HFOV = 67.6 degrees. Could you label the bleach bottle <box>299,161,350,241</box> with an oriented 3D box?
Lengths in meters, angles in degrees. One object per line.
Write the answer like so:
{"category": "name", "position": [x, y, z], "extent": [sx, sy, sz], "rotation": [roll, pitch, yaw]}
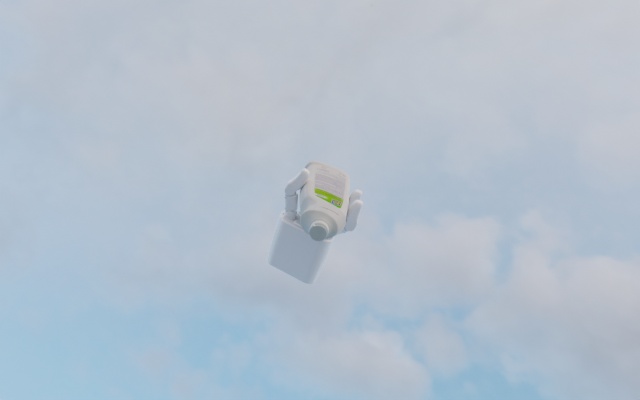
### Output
{"category": "bleach bottle", "position": [0.000, 0.003, 0.872], "extent": [0.102, 0.068, 0.250], "rotation": [18, 23, -1]}
